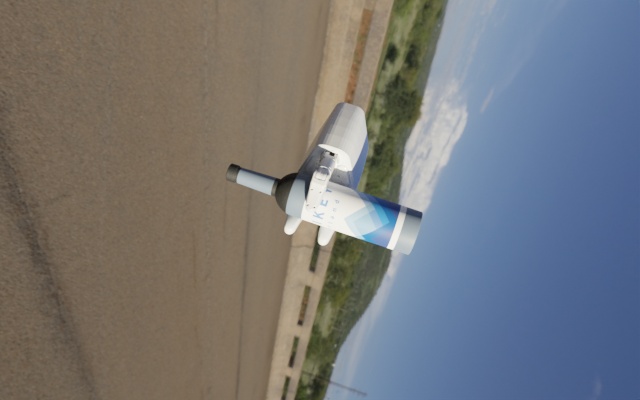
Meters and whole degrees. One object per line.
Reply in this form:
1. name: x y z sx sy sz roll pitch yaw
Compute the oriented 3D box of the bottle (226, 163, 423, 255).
1. bottle: 0.000 0.002 0.714 0.295 0.069 0.069 18 2 5
